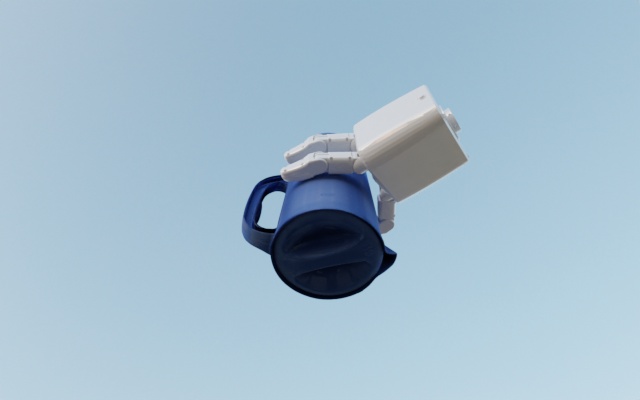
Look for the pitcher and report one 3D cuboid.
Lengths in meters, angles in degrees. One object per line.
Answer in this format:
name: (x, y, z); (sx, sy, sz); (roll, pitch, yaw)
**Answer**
pitcher: (0.000, 0.002, 0.641); (0.145, 0.149, 0.242); (-30, 27, 18)
